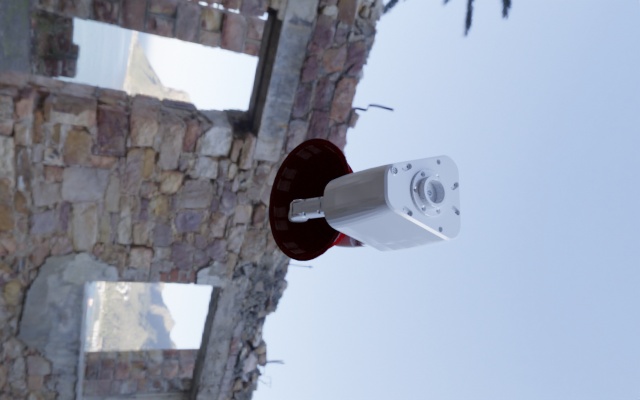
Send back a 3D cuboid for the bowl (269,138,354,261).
[{"bbox_3d":[0.000,0.002,0.637,0.055,0.162,0.162,12,-8,-42],"label":"bowl"}]
